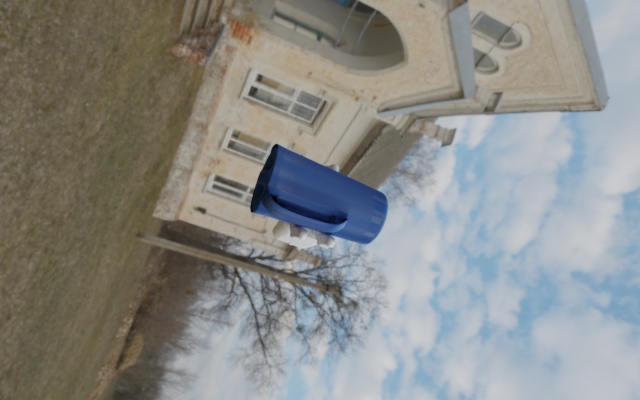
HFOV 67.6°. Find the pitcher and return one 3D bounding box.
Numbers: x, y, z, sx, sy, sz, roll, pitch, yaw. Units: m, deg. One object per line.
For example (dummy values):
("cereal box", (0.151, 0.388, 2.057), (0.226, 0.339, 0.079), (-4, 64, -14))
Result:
("pitcher", (0.000, 0.003, 0.887), (0.243, 0.149, 0.145), (20, -21, -16))
